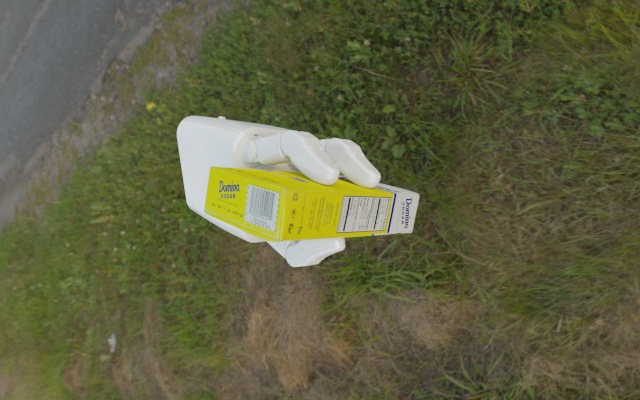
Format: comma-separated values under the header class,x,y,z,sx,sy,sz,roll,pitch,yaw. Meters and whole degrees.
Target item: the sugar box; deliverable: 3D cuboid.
class,x,y,z,sx,sy,sz,roll,pitch,yaw
sugar box,0.000,0.001,0.417,0.093,0.048,0.176,18,14,41
